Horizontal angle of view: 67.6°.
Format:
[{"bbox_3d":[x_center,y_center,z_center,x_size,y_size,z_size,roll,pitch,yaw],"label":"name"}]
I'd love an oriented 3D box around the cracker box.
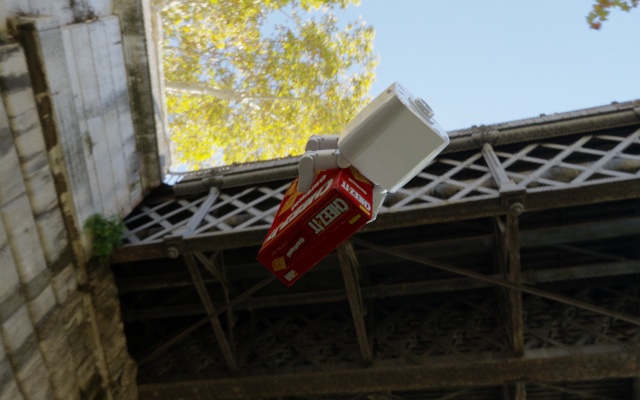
[{"bbox_3d":[0.000,0.002,0.714,0.164,0.072,0.213,-42,14,25],"label":"cracker box"}]
